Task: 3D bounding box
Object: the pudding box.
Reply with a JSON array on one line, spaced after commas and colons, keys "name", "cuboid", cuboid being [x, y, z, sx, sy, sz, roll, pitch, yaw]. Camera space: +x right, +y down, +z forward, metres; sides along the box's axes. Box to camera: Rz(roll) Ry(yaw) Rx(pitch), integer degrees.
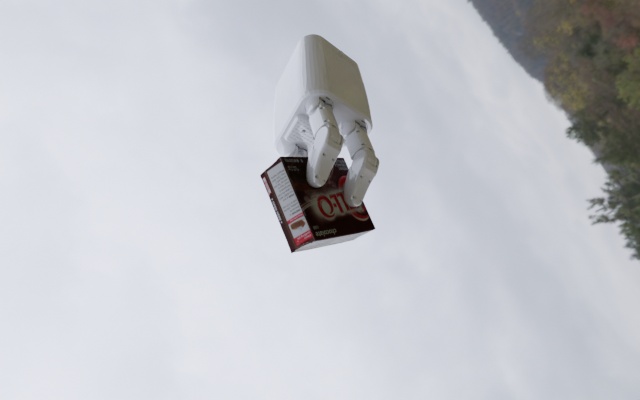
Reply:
[{"name": "pudding box", "cuboid": [0.000, 0.002, 0.497, 0.039, 0.090, 0.113, -34, -16, 36]}]
